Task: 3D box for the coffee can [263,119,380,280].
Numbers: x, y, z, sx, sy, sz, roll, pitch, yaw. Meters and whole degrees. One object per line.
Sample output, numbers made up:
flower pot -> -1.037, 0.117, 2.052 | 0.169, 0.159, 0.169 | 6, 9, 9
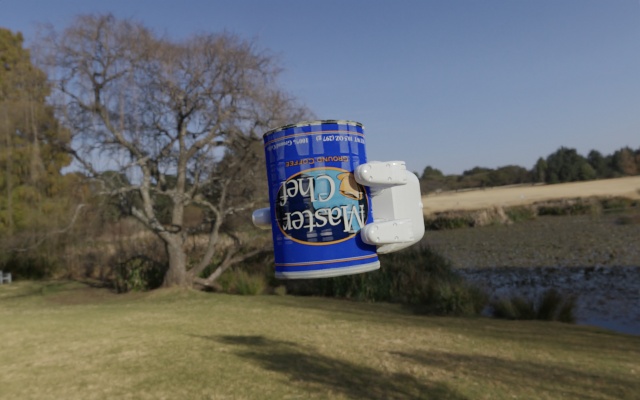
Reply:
coffee can -> 0.000, 0.002, 0.472 | 0.103, 0.140, 0.103 | -6, -4, 0
